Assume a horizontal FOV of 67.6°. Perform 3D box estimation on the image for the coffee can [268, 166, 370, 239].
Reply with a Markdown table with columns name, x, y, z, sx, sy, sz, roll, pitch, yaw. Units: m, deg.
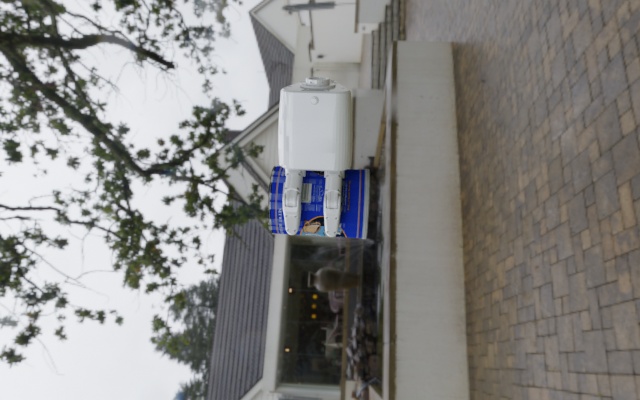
| name | x | y | z | sx | sy | sz | roll | pitch | yaw |
| --- | --- | --- | --- | --- | --- | --- | --- | --- | --- |
| coffee can | 0.000 | 0.002 | 0.705 | 0.140 | 0.103 | 0.103 | 3 | 0 | 3 |
